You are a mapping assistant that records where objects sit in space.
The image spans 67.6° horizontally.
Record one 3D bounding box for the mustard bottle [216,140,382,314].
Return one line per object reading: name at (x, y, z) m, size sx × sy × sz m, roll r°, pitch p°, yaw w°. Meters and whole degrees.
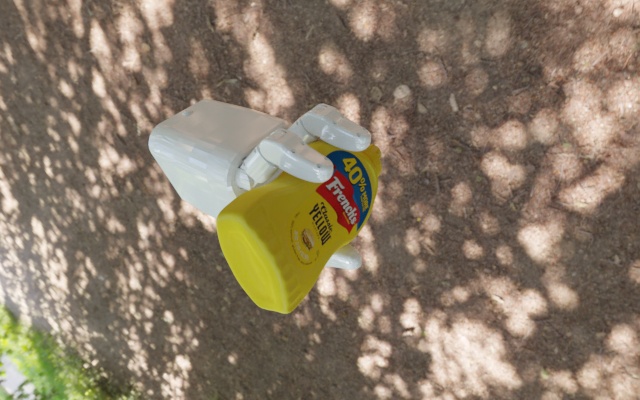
mustard bottle at (0.000, 0.002, 0.418) m, size 0.058 × 0.096 × 0.191 m, roll -1°, pitch 31°, yaw 41°
